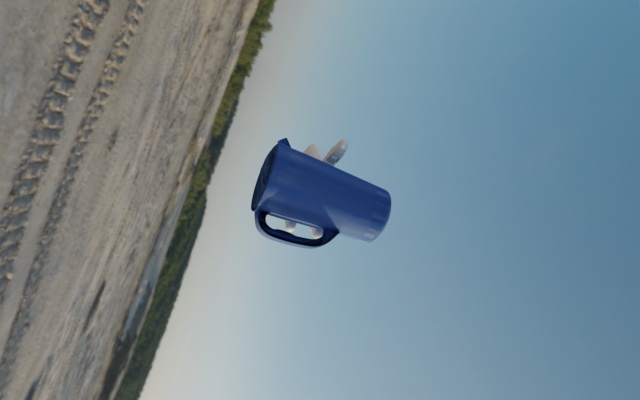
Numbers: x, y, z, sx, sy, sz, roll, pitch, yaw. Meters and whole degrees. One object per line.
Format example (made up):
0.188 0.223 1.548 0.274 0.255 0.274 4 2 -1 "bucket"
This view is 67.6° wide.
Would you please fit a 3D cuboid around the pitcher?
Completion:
0.000 0.003 0.875 0.243 0.149 0.145 20 22 -15 "pitcher"
